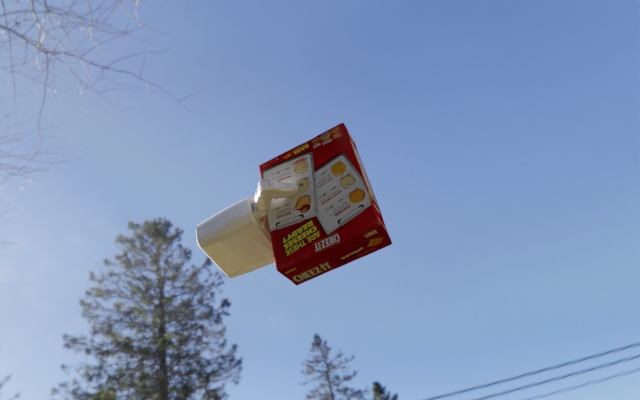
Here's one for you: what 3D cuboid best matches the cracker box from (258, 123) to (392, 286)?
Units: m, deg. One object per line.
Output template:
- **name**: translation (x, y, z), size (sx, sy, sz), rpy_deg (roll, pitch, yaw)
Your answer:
- **cracker box**: translation (0.000, 0.002, 0.746), size (0.164, 0.213, 0.072), rpy_deg (-25, -39, 12)
